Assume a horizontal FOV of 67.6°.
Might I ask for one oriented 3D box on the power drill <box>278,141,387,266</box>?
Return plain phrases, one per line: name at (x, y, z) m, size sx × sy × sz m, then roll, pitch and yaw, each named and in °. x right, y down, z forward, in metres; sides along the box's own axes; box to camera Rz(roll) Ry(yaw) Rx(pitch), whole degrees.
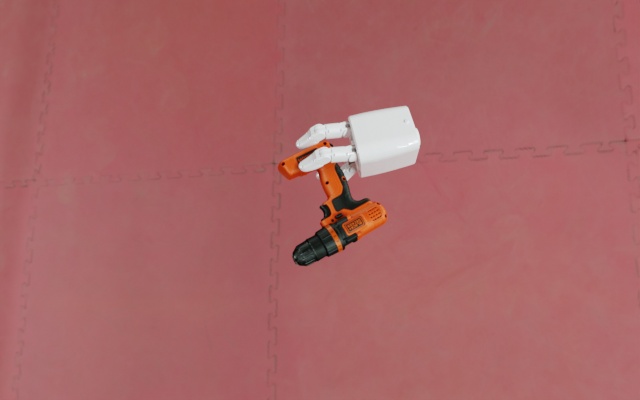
power drill at (0.000, 0.002, 0.845) m, size 0.184 × 0.187 × 0.057 m, roll -28°, pitch -9°, yaw -14°
